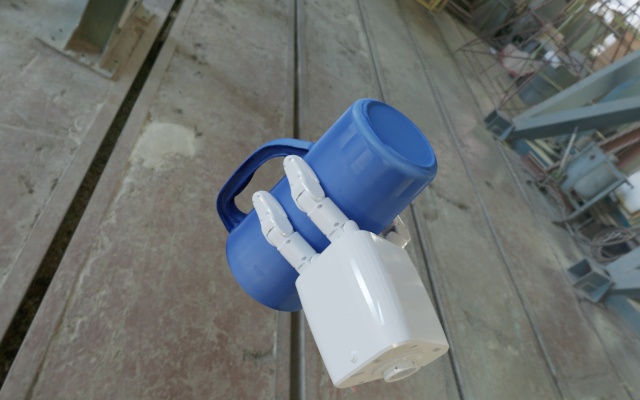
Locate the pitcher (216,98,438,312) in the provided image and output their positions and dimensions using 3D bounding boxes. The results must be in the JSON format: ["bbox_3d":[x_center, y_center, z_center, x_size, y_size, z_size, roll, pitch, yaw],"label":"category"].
[{"bbox_3d":[0.000,0.002,0.525,0.149,0.145,0.243,11,-45,-39],"label":"pitcher"}]
